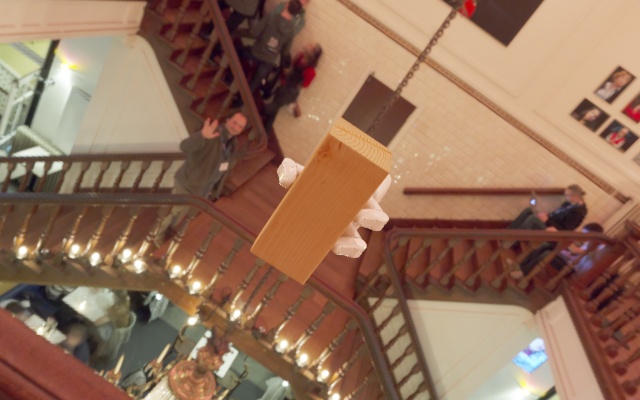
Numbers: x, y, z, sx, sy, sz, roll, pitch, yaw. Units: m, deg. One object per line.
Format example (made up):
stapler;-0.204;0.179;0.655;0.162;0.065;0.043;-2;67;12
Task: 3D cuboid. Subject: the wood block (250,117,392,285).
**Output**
wood block;0.000;0.002;0.656;0.091;0.206;0.090;33;25;-5
